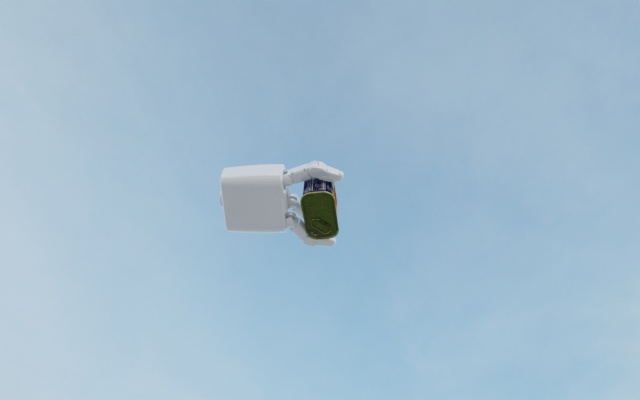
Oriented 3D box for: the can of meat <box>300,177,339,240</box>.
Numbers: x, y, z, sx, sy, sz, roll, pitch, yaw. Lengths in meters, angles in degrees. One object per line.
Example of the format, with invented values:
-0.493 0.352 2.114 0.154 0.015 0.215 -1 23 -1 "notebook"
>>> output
0.000 0.002 0.836 0.057 0.102 0.084 -5 37 6 "can of meat"
